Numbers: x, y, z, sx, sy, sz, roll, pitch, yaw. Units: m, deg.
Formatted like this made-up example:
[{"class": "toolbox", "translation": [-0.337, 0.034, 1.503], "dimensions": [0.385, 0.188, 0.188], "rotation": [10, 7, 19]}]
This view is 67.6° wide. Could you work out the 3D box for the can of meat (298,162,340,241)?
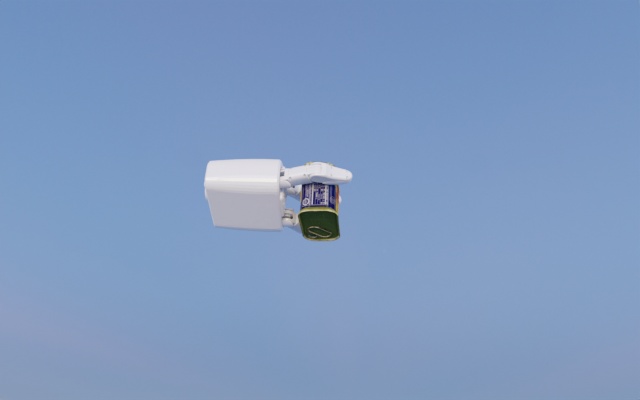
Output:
[{"class": "can of meat", "translation": [0.000, 0.002, 0.714], "dimensions": [0.057, 0.084, 0.102], "rotation": [-1, -29, 5]}]
